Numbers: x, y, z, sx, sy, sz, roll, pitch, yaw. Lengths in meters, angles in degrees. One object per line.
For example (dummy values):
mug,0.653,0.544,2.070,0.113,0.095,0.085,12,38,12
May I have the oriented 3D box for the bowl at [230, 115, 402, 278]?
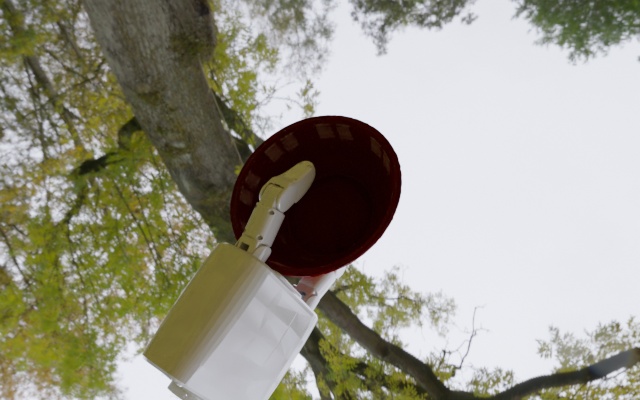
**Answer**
bowl,0.001,0.001,0.445,0.162,0.162,0.055,0,-26,22
